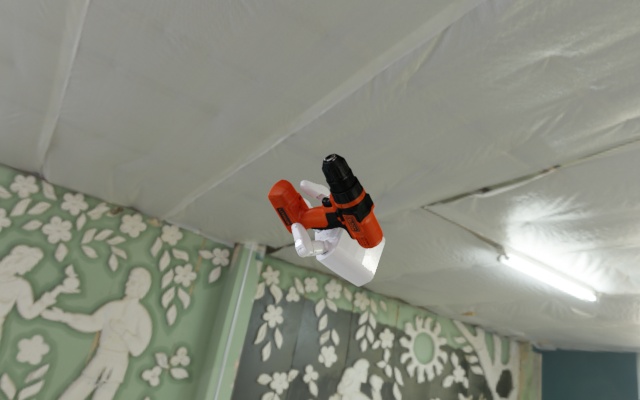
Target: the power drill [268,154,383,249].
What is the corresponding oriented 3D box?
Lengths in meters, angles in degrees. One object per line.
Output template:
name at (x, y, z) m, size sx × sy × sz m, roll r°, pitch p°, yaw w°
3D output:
power drill at (0.000, 0.003, 0.810) m, size 0.187 × 0.184 × 0.057 m, roll 2°, pitch 41°, yaw 42°
